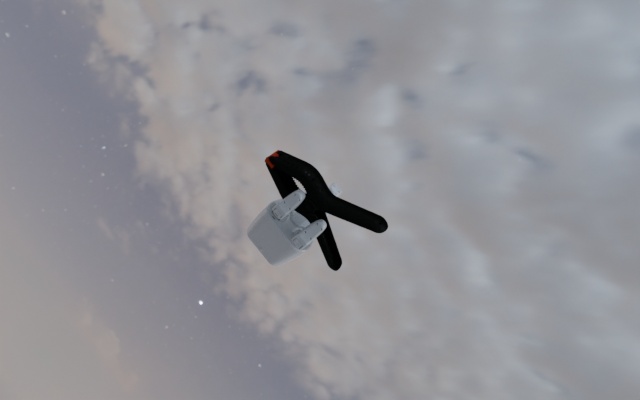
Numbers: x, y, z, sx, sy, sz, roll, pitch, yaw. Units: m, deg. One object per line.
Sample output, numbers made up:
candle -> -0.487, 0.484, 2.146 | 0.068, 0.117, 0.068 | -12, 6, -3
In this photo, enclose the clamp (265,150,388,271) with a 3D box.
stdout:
clamp -> 0.000, 0.002, 0.722 | 0.036, 0.210, 0.165 | -39, 1, -38
